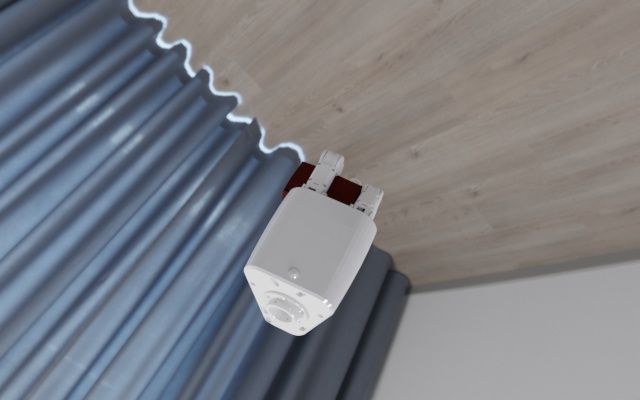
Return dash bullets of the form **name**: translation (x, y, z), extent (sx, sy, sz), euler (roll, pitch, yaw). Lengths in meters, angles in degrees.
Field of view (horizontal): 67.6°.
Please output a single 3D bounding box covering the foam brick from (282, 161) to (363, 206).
- **foam brick**: translation (0.000, 0.002, 0.540), extent (0.078, 0.051, 0.053), euler (23, -38, 10)
